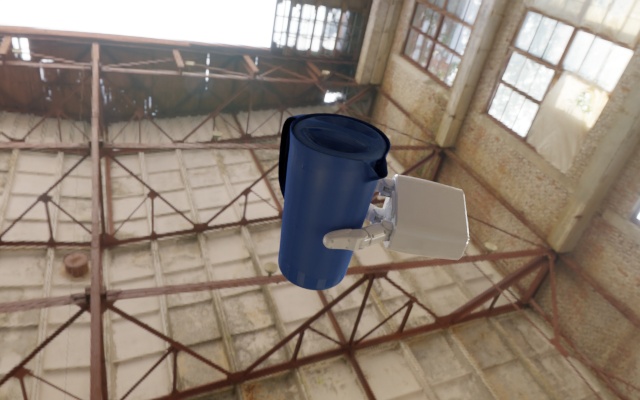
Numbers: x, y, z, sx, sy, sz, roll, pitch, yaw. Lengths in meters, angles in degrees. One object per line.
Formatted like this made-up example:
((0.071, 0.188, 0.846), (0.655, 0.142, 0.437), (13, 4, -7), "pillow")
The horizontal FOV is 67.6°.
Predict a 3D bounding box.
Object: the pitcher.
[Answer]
((0.000, 0.002, 0.688), (0.145, 0.243, 0.149), (10, 33, -4), "pitcher")
